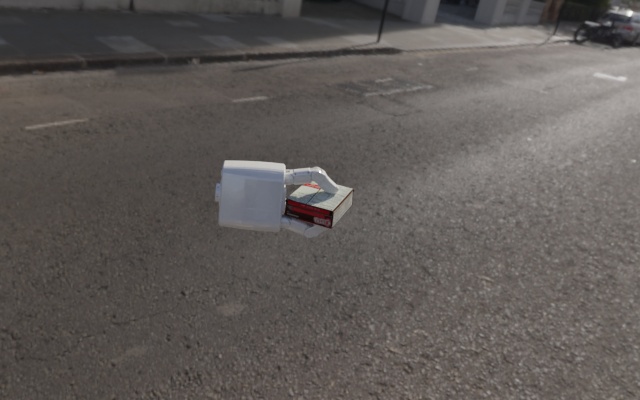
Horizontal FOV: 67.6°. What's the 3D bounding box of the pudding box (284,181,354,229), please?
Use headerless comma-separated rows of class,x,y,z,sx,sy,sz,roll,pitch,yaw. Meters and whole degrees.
pudding box,0.000,0.003,0.845,0.090,0.039,0.113,16,29,18
